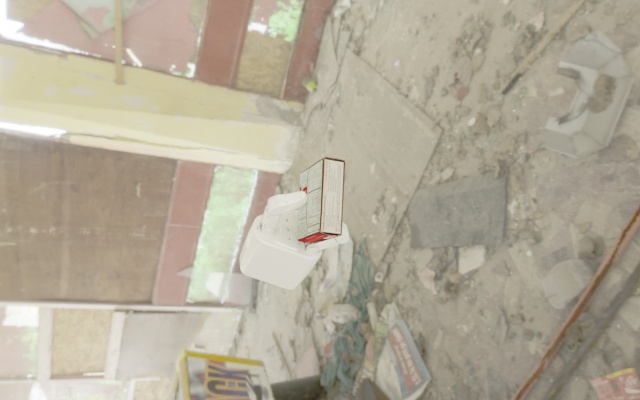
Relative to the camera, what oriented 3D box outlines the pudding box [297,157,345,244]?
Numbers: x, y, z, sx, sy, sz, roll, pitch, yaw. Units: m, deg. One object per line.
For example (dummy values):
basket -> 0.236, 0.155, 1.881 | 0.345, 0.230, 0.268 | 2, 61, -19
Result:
pudding box -> 0.000, 0.002, 0.700 | 0.039, 0.113, 0.090 | 7, -14, -23
